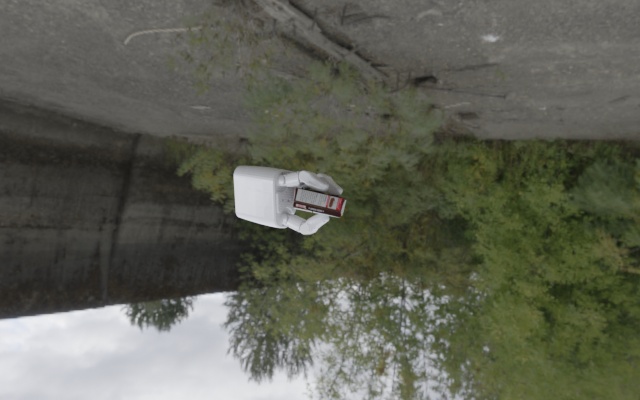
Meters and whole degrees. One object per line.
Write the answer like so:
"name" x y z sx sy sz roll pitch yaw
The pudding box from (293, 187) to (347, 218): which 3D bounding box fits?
"pudding box" 0.000 0.003 0.872 0.090 0.039 0.113 12 3 4
